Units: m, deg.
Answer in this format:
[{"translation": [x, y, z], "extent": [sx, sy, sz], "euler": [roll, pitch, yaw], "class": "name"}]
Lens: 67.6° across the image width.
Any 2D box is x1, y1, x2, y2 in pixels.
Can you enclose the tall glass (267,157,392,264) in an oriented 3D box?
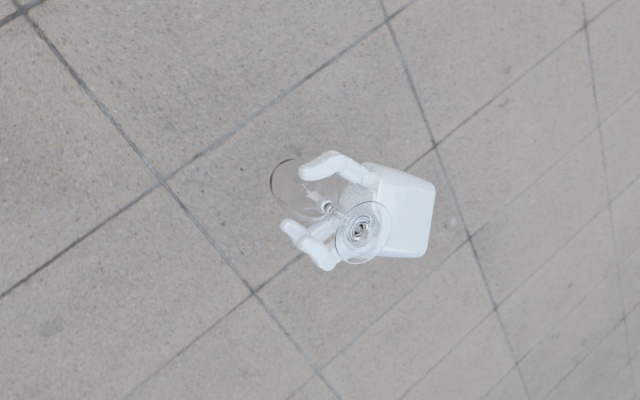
[{"translation": [0.000, 0.002, 0.598], "extent": [0.079, 0.079, 0.201], "euler": [0, 20, -31], "class": "tall glass"}]
